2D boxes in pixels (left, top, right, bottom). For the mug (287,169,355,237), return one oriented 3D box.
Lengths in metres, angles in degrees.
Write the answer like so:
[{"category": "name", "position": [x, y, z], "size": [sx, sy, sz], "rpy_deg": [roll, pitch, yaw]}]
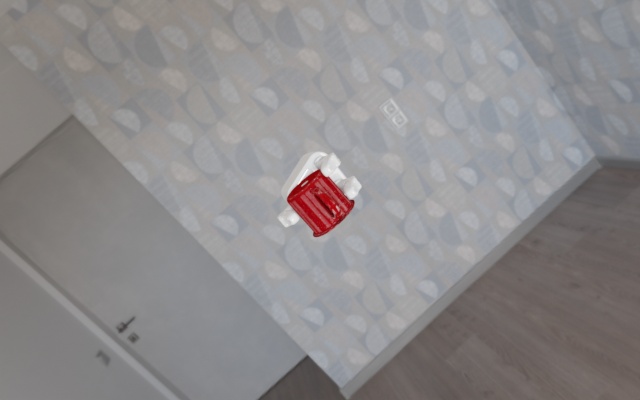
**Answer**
[{"category": "mug", "position": [0.000, 0.003, 0.794], "size": [0.093, 0.081, 0.117], "rpy_deg": [-43, 13, -7]}]
